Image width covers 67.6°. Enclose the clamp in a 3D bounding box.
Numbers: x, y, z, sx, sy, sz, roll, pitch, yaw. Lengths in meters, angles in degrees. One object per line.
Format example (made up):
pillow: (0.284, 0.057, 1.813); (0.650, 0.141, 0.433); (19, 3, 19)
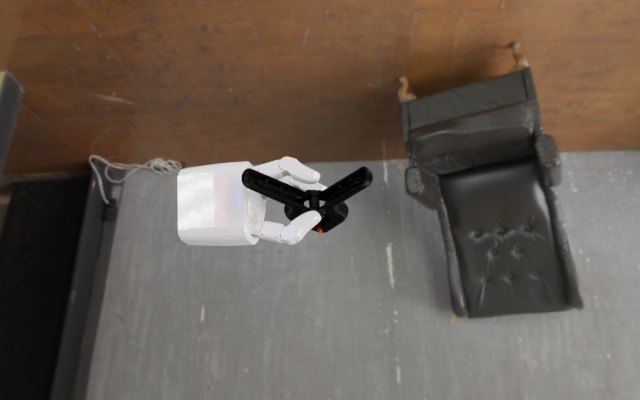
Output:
clamp: (0.000, 0.003, 0.673); (0.164, 0.036, 0.210); (-2, -22, 13)
